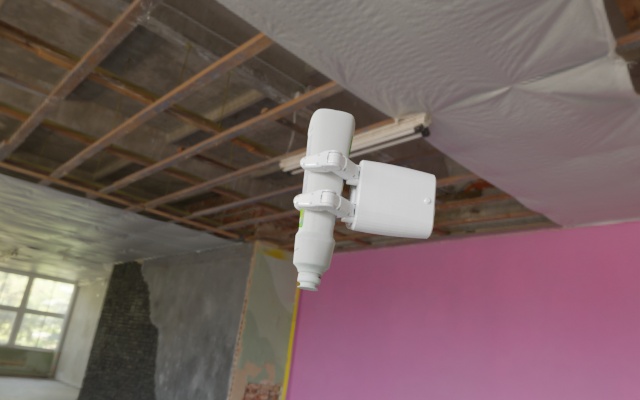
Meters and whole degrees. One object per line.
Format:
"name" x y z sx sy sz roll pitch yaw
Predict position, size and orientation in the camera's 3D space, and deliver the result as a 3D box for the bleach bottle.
"bleach bottle" 0.000 0.002 0.681 0.068 0.250 0.102 9 -18 -2
